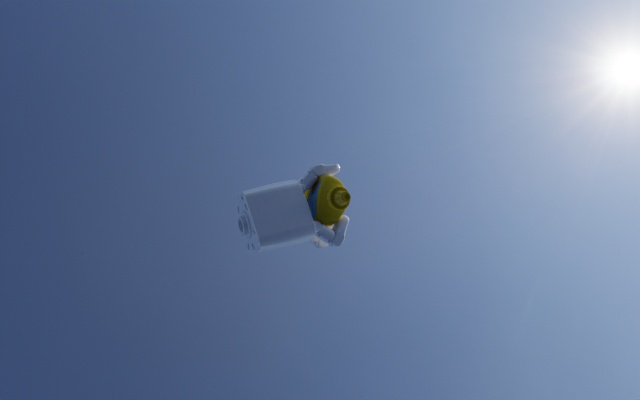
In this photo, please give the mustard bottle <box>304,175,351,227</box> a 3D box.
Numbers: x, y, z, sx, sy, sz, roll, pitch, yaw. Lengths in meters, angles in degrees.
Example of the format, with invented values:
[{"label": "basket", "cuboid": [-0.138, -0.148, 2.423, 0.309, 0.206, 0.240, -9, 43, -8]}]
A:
[{"label": "mustard bottle", "cuboid": [0.000, 0.003, 0.885, 0.058, 0.096, 0.191, 15, -12, -24]}]
